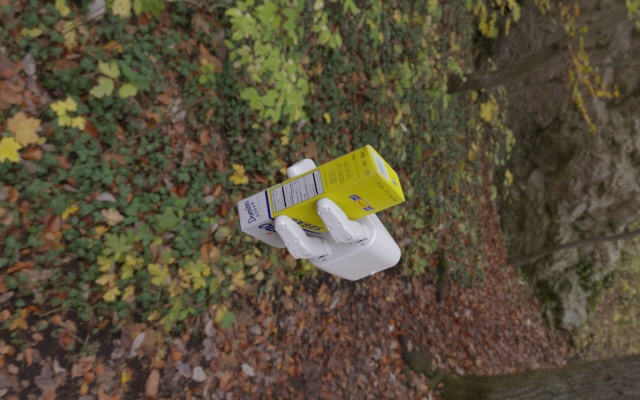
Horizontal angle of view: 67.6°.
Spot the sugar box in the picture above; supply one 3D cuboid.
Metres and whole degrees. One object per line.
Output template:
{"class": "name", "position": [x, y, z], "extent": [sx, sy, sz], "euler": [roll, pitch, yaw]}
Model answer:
{"class": "sugar box", "position": [0.000, 0.002, 0.564], "extent": [0.176, 0.048, 0.093], "euler": [-25, -30, 19]}
